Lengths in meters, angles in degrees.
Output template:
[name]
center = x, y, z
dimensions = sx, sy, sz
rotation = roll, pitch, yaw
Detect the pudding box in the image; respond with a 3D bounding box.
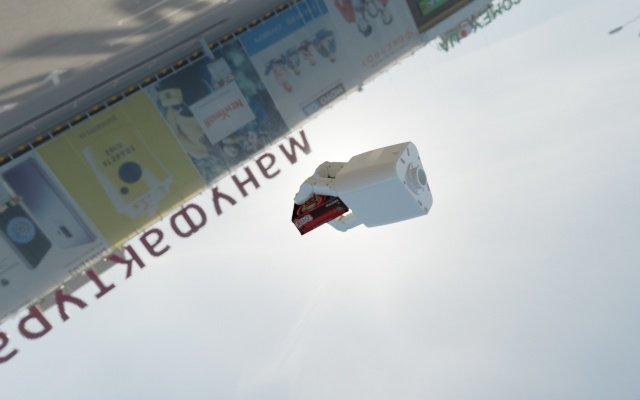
[pudding box]
center = 0.000, 0.003, 0.793
dimensions = 0.090, 0.039, 0.113
rotation = -27, 19, 12
